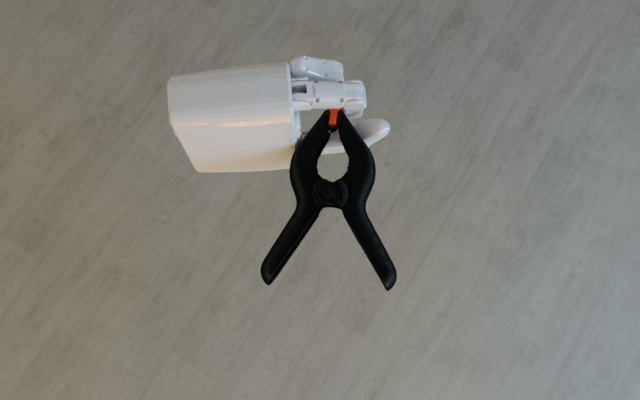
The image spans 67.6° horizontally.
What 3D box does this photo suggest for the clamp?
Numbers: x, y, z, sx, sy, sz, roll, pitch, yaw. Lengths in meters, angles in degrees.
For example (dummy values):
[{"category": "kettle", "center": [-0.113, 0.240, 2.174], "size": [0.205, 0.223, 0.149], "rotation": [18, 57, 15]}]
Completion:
[{"category": "clamp", "center": [0.000, 0.001, 0.435], "size": [0.120, 0.171, 0.039], "rotation": [-6, -11, -3]}]
